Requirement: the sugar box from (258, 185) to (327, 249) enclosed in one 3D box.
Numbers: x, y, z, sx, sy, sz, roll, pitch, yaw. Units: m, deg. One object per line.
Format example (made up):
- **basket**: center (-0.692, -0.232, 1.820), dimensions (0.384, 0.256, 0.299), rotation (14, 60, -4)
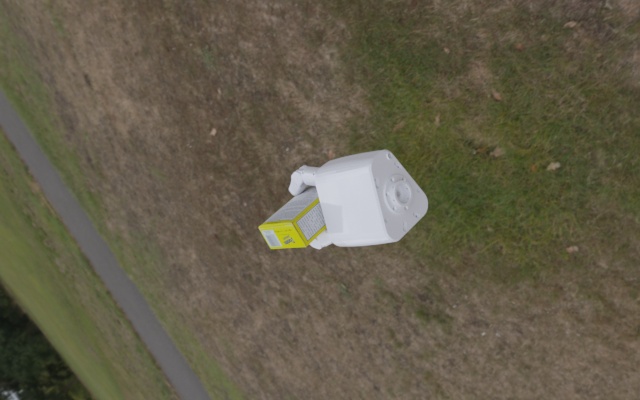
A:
- **sugar box**: center (0.000, 0.003, 0.700), dimensions (0.176, 0.048, 0.093), rotation (-38, 17, -34)
